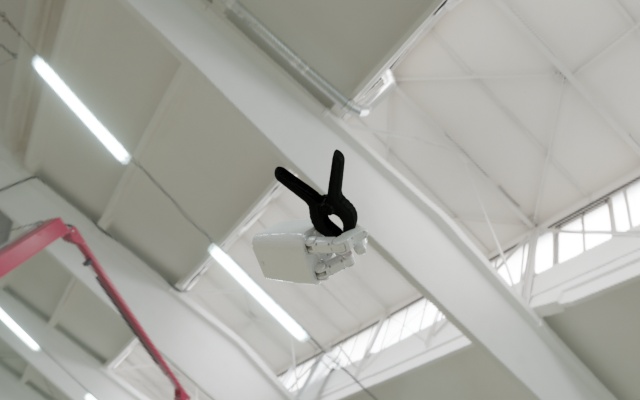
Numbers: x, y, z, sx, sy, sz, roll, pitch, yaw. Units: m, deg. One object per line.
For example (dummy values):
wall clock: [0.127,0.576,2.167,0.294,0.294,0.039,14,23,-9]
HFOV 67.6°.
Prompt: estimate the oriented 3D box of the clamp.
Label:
clamp: [0.000,0.002,0.759,0.120,0.171,0.039,-2,30,29]
